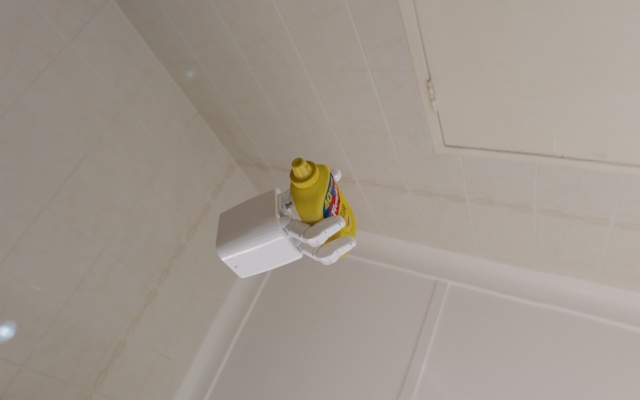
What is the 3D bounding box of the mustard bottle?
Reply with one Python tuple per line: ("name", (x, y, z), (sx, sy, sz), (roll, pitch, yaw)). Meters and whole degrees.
("mustard bottle", (0.001, 0.002, 0.715), (0.058, 0.096, 0.192), (-2, -35, 23))
